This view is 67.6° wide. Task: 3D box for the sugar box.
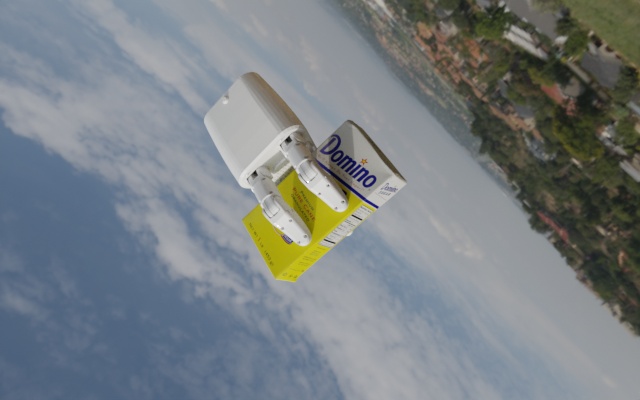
[{"bbox_3d":[0.000,0.002,0.538,0.176,0.093,0.048,-44,-30,15],"label":"sugar box"}]
